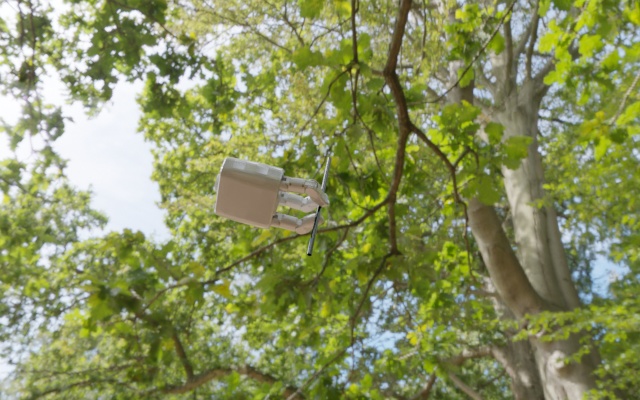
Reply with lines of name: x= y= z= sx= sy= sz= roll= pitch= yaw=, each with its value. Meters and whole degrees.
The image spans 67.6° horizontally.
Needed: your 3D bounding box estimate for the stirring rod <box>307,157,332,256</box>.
stirring rod: x=0.000 y=0.003 z=0.873 sx=0.011 sy=0.239 sz=0.011 roll=7 pitch=-42 yaw=6
